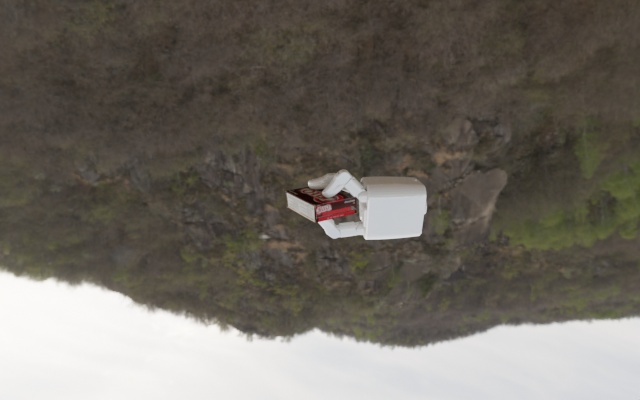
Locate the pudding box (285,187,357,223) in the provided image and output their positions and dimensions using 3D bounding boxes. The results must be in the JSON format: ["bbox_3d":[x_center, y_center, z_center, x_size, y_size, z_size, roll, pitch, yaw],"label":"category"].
[{"bbox_3d":[0.000,0.003,0.880,0.090,0.039,0.113,-10,17,-30],"label":"pudding box"}]
